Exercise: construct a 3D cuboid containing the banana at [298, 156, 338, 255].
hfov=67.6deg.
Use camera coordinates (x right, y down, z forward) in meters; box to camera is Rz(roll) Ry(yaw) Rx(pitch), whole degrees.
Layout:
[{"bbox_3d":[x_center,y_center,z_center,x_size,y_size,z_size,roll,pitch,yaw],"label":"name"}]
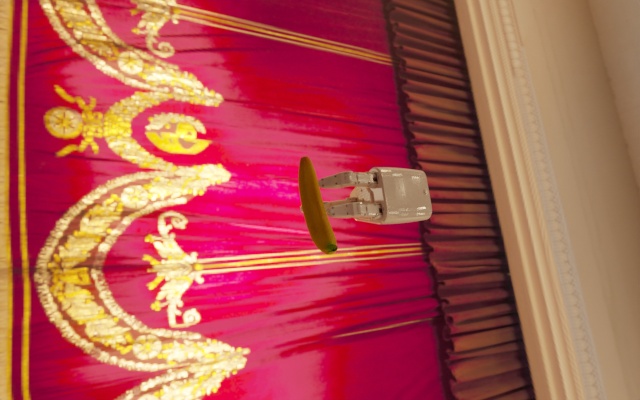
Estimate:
[{"bbox_3d":[-0.005,0.017,0.800,0.037,0.197,0.070,-2,-38,-24],"label":"banana"}]
